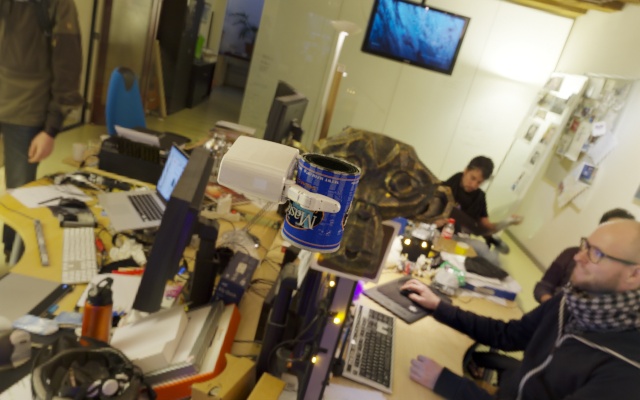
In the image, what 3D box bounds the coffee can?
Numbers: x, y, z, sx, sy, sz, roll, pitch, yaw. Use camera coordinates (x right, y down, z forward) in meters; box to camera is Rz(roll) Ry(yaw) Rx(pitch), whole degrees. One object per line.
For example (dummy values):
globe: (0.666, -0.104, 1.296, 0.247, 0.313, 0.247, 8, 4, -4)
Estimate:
coffee can: (0.000, 0.003, 0.795, 0.103, 0.140, 0.102, 14, 18, -5)
